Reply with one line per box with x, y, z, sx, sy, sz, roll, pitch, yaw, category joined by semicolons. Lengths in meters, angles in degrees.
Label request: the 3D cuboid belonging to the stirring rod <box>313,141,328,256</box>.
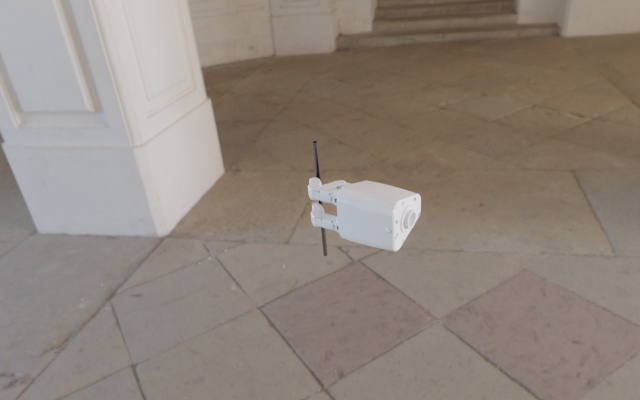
0.000;0.003;0.895;0.011;0.240;0.011;-4;28;2;stirring rod
